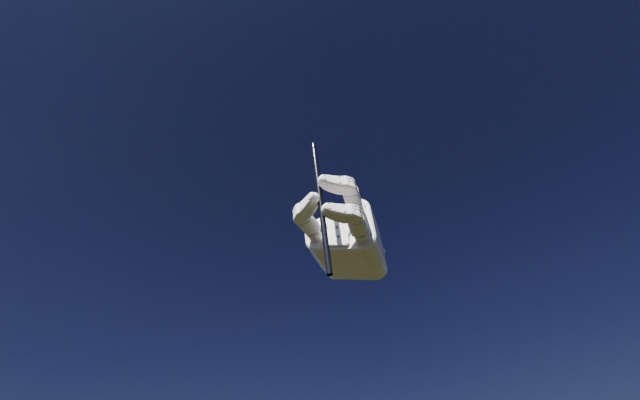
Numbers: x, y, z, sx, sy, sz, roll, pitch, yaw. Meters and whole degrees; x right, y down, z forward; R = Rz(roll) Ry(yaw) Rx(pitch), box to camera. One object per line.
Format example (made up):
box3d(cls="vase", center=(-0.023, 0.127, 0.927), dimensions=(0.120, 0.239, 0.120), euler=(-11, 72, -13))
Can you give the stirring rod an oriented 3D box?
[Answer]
box3d(cls="stirring rod", center=(0.000, 0.002, 0.676), dimensions=(0.011, 0.239, 0.011), euler=(-4, -40, -4))
